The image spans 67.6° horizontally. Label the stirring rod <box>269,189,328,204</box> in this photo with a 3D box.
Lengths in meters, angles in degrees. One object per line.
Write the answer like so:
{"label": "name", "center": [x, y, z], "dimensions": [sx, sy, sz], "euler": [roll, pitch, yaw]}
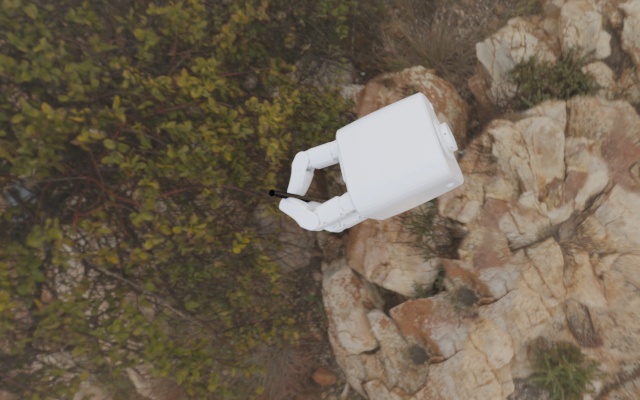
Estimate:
{"label": "stirring rod", "center": [0.000, 0.002, 0.630], "dimensions": [0.011, 0.011, 0.239], "euler": [0, -5, 27]}
